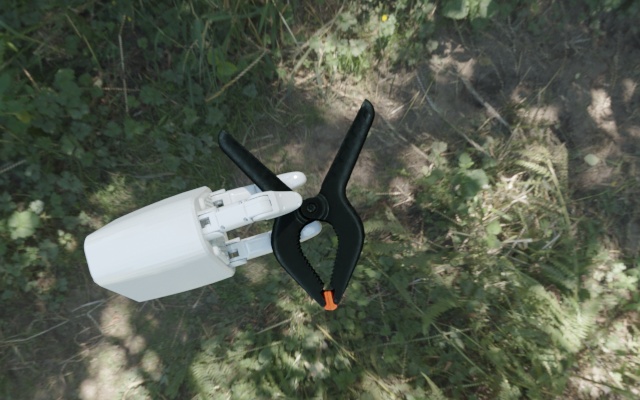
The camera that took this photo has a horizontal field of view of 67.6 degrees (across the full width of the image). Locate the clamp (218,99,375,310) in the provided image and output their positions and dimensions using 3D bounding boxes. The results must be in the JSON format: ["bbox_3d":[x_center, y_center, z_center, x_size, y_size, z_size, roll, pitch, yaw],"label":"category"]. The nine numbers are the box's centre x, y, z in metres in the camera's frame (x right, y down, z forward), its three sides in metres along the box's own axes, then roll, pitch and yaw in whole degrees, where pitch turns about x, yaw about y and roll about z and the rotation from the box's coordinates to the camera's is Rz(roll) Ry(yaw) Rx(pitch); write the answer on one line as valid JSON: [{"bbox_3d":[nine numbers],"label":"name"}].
[{"bbox_3d":[0.000,0.002,0.483,0.164,0.210,0.036,-18,-7,2],"label":"clamp"}]
